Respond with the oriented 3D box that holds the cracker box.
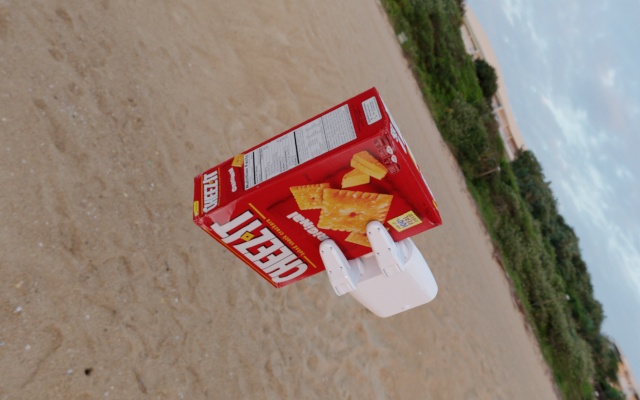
[{"bbox_3d":[0.000,0.001,0.509,0.214,0.072,0.164,-24,-44,16],"label":"cracker box"}]
